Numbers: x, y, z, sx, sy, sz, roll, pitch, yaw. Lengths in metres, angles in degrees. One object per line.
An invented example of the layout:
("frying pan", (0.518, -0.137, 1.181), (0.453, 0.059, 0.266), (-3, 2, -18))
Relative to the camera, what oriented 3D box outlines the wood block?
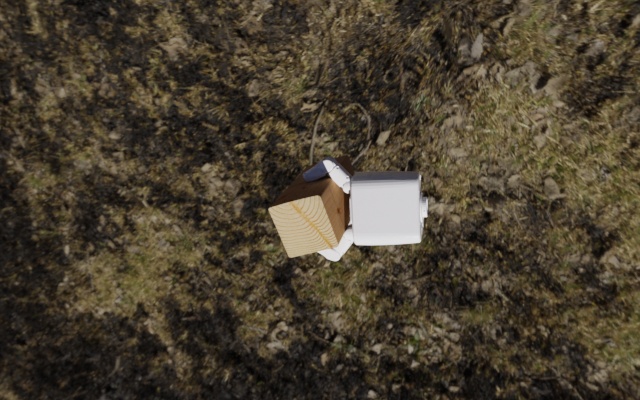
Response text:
("wood block", (0.000, 0.002, 0.819), (0.090, 0.091, 0.206), (-15, 17, 21))
